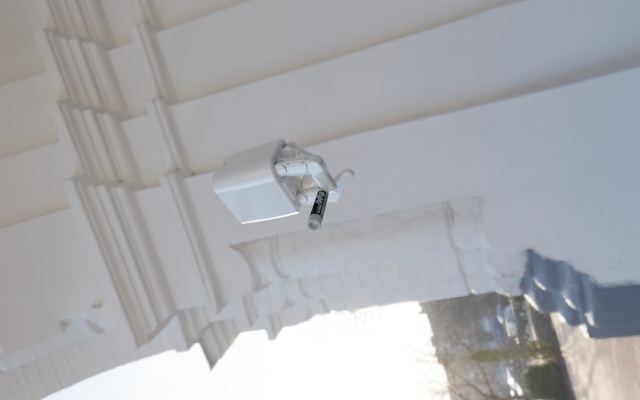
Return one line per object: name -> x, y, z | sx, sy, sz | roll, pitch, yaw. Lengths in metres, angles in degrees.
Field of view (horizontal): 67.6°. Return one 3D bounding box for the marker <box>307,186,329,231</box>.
marker -> 0.000, 0.002, 0.686 | 0.020, 0.020, 0.121 | 0, 32, 11
